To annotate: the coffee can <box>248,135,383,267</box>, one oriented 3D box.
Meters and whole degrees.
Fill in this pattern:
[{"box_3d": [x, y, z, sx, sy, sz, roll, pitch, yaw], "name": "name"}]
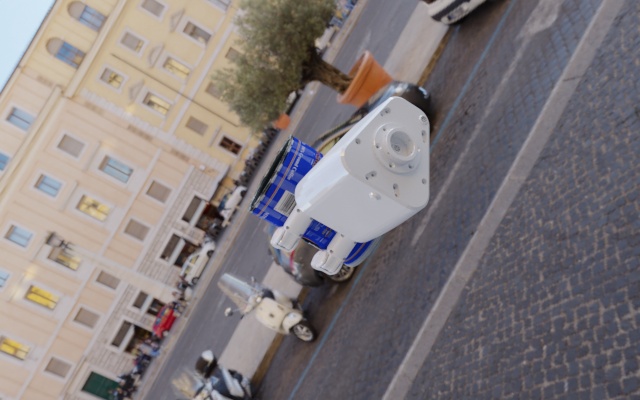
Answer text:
[{"box_3d": [0.000, 0.002, 0.566, 0.140, 0.103, 0.103, 29, -7, -12], "name": "coffee can"}]
